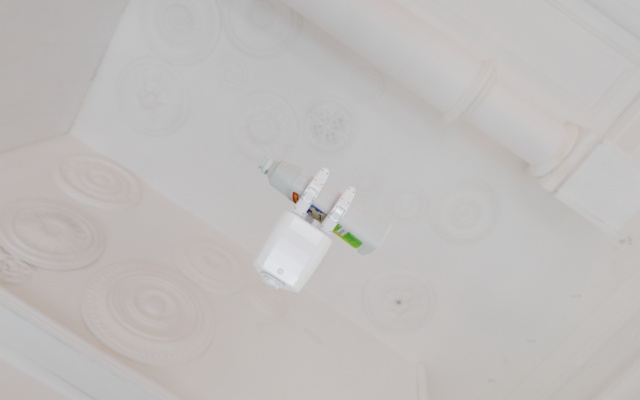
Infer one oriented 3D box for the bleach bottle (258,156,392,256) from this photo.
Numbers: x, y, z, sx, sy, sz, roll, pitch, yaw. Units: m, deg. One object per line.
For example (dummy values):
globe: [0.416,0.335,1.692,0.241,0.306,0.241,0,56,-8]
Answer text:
bleach bottle: [0.000,0.003,0.855,0.251,0.068,0.102,33,-17,-3]
